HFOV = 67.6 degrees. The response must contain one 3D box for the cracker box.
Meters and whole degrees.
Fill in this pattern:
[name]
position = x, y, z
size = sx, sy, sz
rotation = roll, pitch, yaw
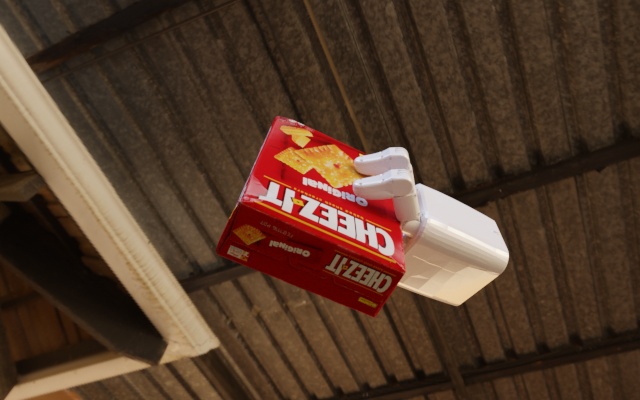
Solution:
[cracker box]
position = 0.000, 0.002, 0.513
size = 0.164, 0.072, 0.213
rotation = 23, 29, -9
